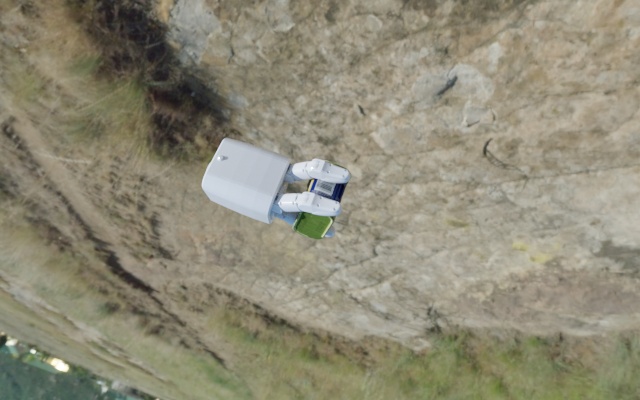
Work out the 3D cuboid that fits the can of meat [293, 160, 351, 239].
[{"bbox_3d":[0.000,0.003,0.725,0.057,0.084,0.102,22,-30,-3],"label":"can of meat"}]
